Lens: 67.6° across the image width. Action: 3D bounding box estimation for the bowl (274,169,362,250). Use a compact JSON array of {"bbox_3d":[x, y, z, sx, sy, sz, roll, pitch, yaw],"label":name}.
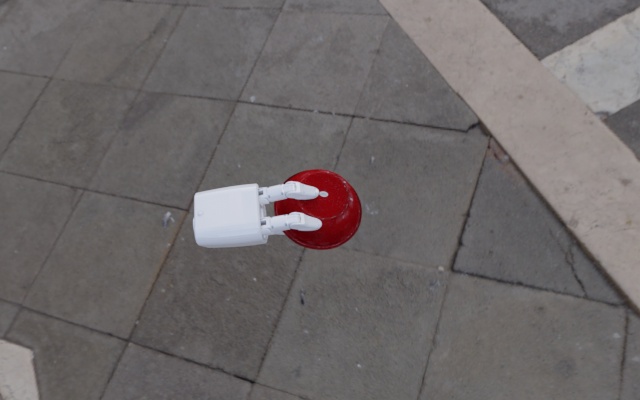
[{"bbox_3d":[0.001,0.002,0.840,0.162,0.162,0.055,0,-27,-10],"label":"bowl"}]
